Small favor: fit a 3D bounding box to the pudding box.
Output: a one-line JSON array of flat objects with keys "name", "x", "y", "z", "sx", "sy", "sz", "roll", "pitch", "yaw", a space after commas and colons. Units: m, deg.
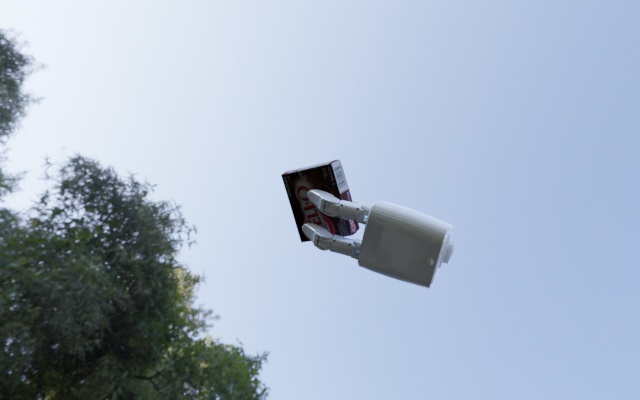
[{"name": "pudding box", "x": 0.000, "y": 0.002, "z": 0.716, "sx": 0.090, "sy": 0.113, "sz": 0.039, "roll": -11, "pitch": 9, "yaw": 30}]
